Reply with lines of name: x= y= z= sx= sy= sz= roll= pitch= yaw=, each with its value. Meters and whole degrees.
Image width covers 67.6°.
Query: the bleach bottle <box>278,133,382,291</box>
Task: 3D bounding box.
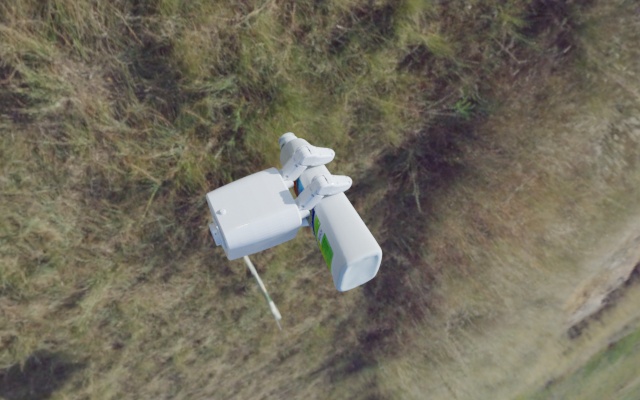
bleach bottle: x=0.000 y=0.002 z=0.706 sx=0.068 sy=0.250 sz=0.103 roll=-21 pitch=-30 yaw=-15
